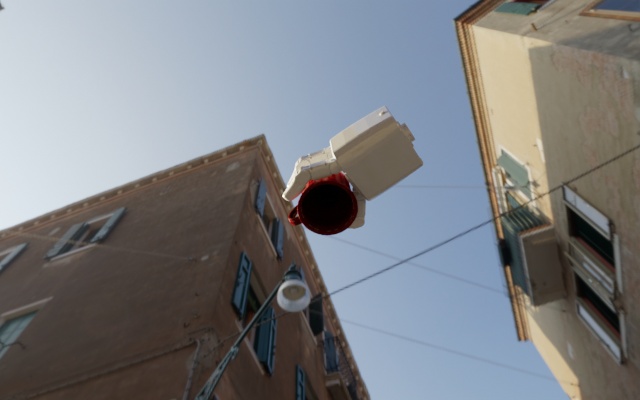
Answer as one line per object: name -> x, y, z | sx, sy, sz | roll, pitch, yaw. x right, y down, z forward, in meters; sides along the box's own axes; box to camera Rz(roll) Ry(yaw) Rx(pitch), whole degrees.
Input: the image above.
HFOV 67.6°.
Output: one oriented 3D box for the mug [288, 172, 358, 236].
mug -> -0.001, 0.003, 0.768 | 0.117, 0.093, 0.081 | -32, 22, 12
